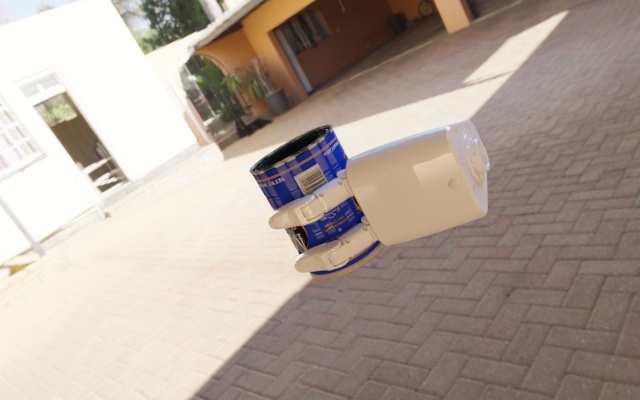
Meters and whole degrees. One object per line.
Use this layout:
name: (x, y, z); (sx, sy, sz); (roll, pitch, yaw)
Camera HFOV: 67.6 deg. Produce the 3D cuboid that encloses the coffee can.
coffee can: (0.000, 0.002, 0.532); (0.103, 0.140, 0.102); (-27, 16, 8)
